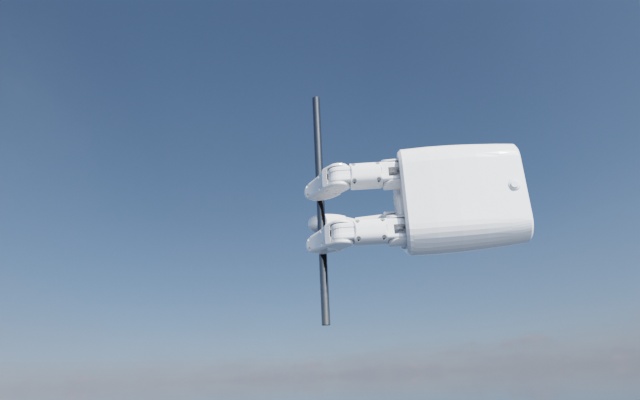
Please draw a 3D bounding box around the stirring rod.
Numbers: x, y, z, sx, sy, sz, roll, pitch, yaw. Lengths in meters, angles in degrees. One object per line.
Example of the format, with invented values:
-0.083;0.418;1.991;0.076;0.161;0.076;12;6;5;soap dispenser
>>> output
0.000;0.002;0.479;0.011;0.239;0.011;-2;-20;-1;stirring rod
